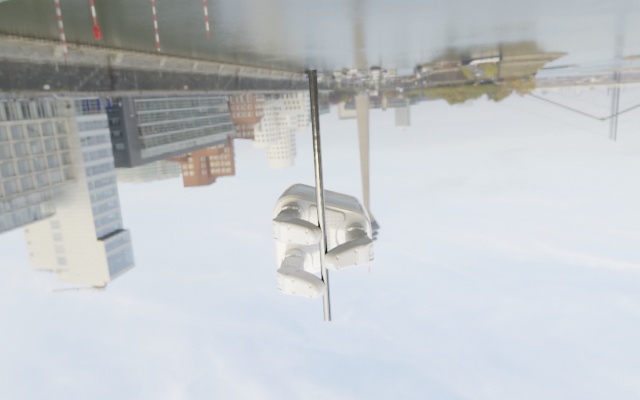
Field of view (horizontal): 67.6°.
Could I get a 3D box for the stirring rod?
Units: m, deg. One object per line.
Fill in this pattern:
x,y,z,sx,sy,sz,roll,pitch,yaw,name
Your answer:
0.000,0.001,0.450,0.011,0.239,0.011,-3,12,1,stirring rod
